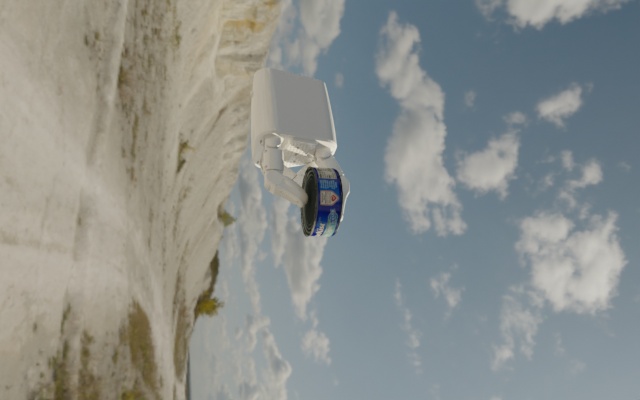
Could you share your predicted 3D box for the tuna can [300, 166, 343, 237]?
[{"bbox_3d":[0.001,0.002,0.584,0.034,0.086,0.086,2,-1,-14],"label":"tuna can"}]
